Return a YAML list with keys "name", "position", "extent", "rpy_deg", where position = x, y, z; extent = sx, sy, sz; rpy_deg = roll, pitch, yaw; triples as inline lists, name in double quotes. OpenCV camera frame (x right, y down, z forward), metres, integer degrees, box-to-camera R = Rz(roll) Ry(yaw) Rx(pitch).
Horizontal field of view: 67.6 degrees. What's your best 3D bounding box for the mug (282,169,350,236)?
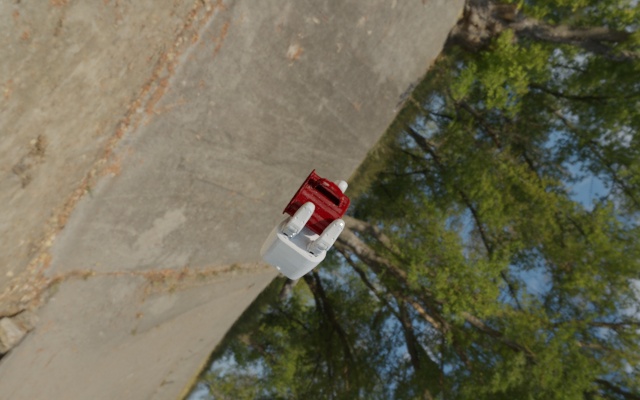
- name: "mug"
  position: [0.001, 0.002, 0.791]
  extent: [0.081, 0.093, 0.117]
  rpy_deg: [36, -37, -5]
